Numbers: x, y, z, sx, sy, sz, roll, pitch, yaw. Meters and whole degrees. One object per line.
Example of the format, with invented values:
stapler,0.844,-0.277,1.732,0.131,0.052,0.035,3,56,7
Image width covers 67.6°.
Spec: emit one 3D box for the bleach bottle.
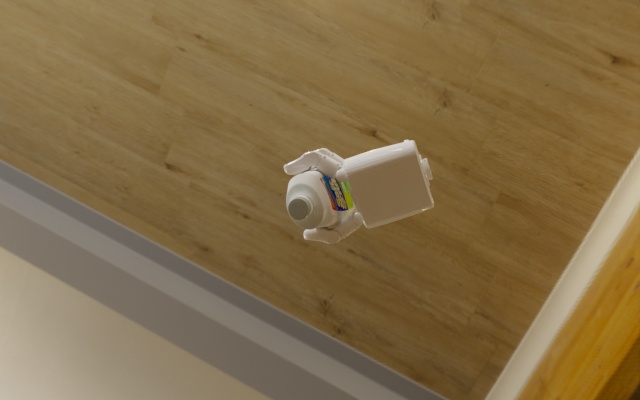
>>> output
bleach bottle,0.000,0.002,0.729,0.068,0.102,0.251,-17,4,14
